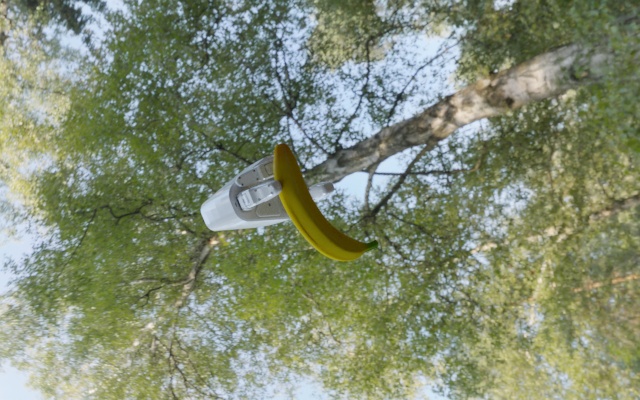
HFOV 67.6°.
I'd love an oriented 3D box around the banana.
[{"bbox_3d":[-0.006,0.017,0.622,0.037,0.198,0.069,-20,28,49],"label":"banana"}]
